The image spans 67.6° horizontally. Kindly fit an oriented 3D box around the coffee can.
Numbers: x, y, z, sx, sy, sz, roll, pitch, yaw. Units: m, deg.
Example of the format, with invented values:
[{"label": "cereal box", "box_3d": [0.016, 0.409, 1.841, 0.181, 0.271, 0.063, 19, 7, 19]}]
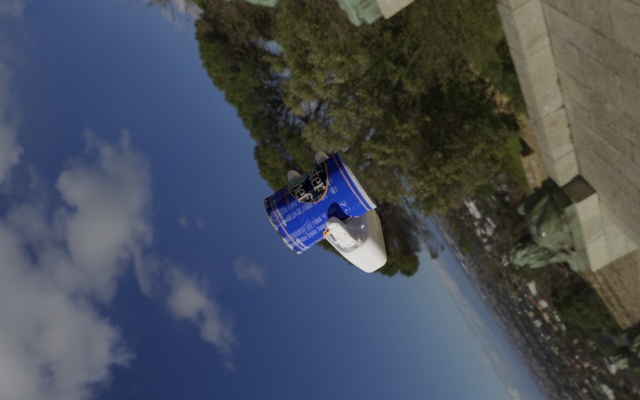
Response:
[{"label": "coffee can", "box_3d": [0.000, 0.002, 0.731, 0.140, 0.103, 0.103, -32, -6, 9]}]
